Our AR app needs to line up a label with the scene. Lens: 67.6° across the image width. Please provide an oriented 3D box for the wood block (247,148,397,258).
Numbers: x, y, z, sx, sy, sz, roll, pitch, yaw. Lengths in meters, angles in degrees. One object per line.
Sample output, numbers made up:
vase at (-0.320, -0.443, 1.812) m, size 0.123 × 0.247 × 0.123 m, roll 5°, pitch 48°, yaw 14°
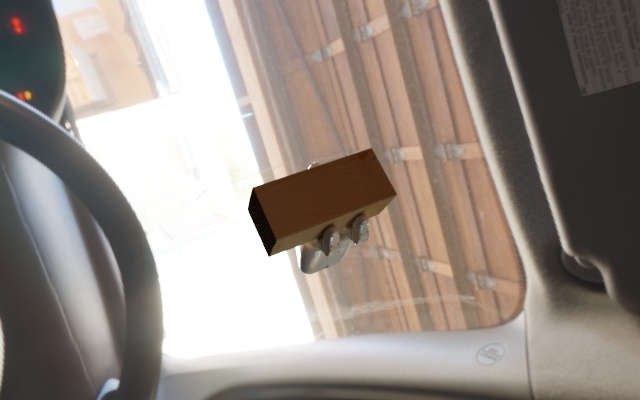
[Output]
wood block at (0.000, 0.002, 0.751) m, size 0.206 × 0.090 × 0.090 m, roll -20°, pitch -17°, yaw -22°
